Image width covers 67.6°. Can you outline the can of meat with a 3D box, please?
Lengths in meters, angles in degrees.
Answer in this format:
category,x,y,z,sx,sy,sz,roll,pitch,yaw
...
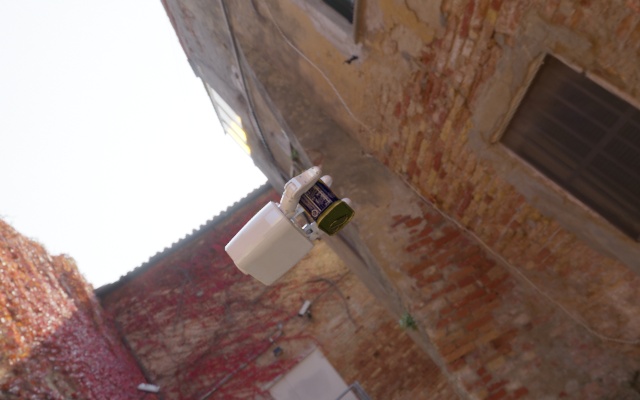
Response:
category,x,y,z,sx,sy,sz,roll,pitch,yaw
can of meat,0.000,0.002,0.766,0.084,0.057,0.102,46,2,22
